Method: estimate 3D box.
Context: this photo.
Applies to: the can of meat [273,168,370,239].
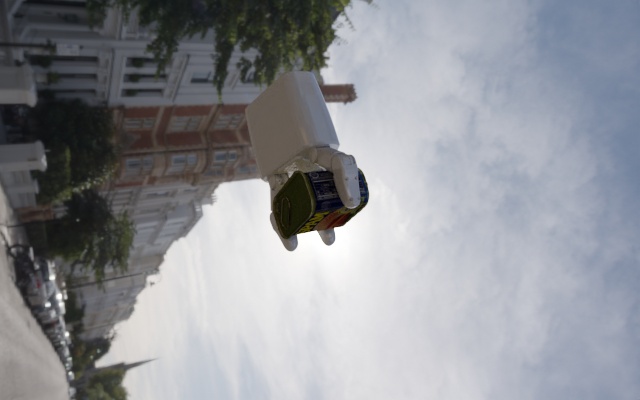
[{"bbox_3d":[0.000,0.002,0.581,0.084,0.057,0.102,-8,-21,-30],"label":"can of meat"}]
